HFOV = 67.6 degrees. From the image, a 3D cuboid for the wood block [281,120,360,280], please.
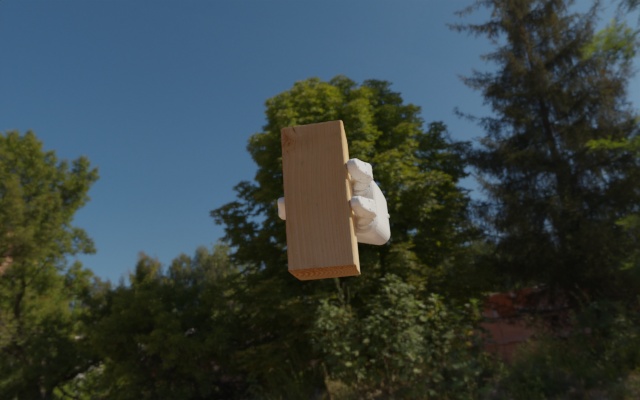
[{"bbox_3d":[0.000,0.002,0.685,0.091,0.206,0.090,-7,-18,7],"label":"wood block"}]
